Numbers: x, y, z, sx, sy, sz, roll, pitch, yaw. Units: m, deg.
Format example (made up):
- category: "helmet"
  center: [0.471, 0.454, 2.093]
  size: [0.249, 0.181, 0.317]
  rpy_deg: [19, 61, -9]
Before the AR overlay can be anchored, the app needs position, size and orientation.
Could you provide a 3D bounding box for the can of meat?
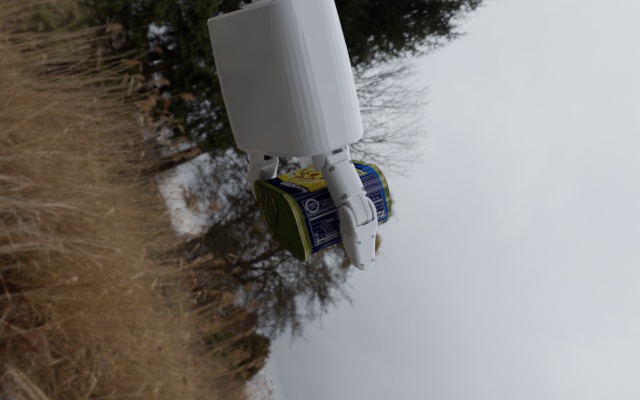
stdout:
- category: "can of meat"
  center: [0.000, 0.001, 0.410]
  size: [0.084, 0.057, 0.102]
  rpy_deg: [-21, 20, -20]
